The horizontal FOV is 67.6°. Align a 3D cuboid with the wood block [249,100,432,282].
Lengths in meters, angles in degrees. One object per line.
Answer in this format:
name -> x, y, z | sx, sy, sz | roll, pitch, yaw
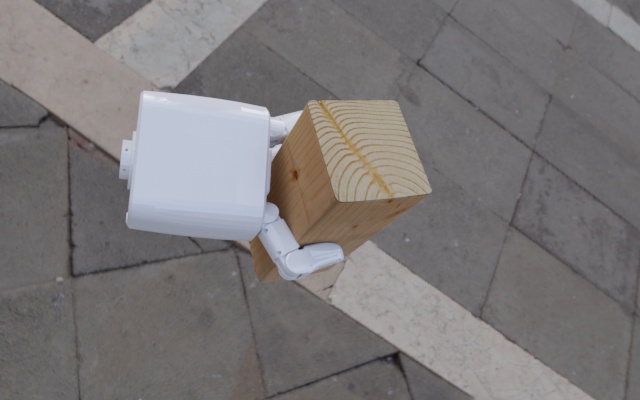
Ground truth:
wood block -> 0.000, 0.002, 0.459 | 0.090, 0.090, 0.206 | -6, -22, -27
